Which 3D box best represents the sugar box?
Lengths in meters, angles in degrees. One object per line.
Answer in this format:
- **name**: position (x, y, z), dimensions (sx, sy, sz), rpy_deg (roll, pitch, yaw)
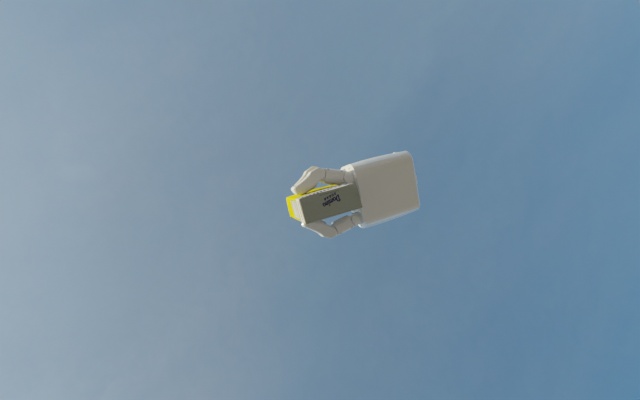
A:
- **sugar box**: position (0.000, 0.002, 0.787), dimensions (0.093, 0.048, 0.176), rpy_deg (-16, 1, -10)
